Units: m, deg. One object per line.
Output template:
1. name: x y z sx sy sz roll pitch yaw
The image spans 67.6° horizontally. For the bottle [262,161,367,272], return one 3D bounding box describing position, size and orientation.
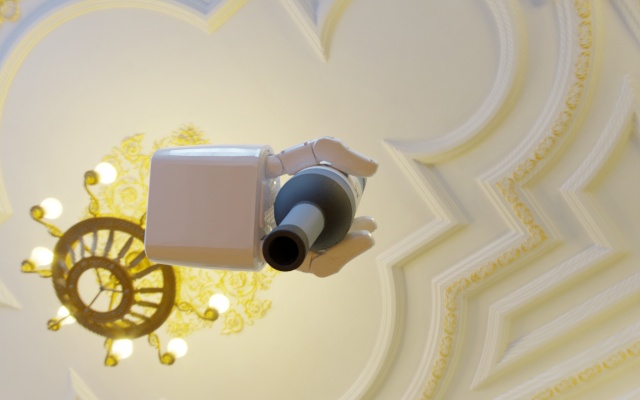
1. bottle: 0.000 0.001 0.430 0.069 0.069 0.295 0 11 9
